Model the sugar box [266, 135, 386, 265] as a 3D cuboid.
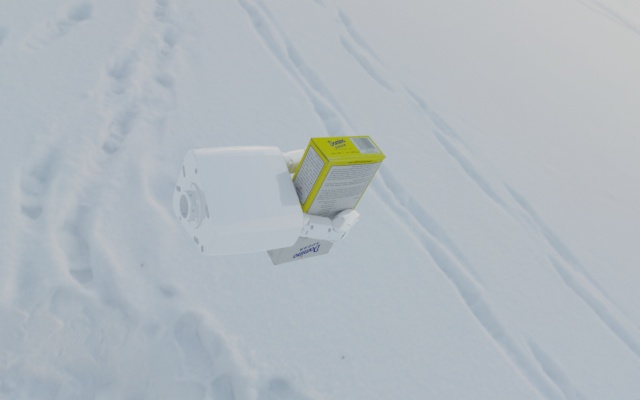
[{"bbox_3d":[0.000,0.001,0.586,0.093,0.048,0.176,-7,-39,-39],"label":"sugar box"}]
